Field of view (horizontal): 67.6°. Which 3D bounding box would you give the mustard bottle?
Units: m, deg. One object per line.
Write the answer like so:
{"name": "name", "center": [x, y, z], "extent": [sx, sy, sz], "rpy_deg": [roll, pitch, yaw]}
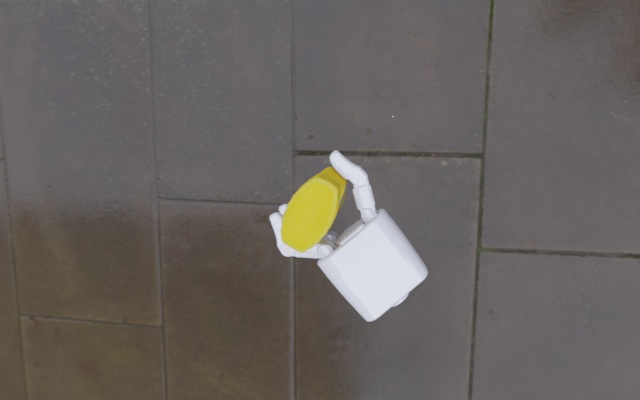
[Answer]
{"name": "mustard bottle", "center": [0.000, 0.002, 0.652], "extent": [0.058, 0.096, 0.191], "rpy_deg": [28, 13, 3]}
